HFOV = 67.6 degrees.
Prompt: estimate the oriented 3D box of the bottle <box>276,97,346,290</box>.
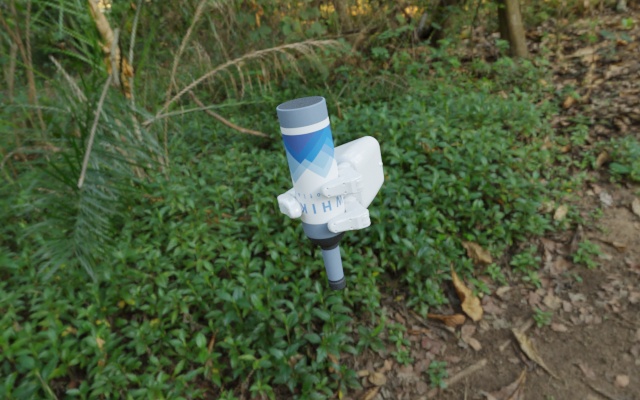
[{"bbox_3d":[0.000,0.002,0.697,0.069,0.296,0.069,-10,24,4],"label":"bottle"}]
